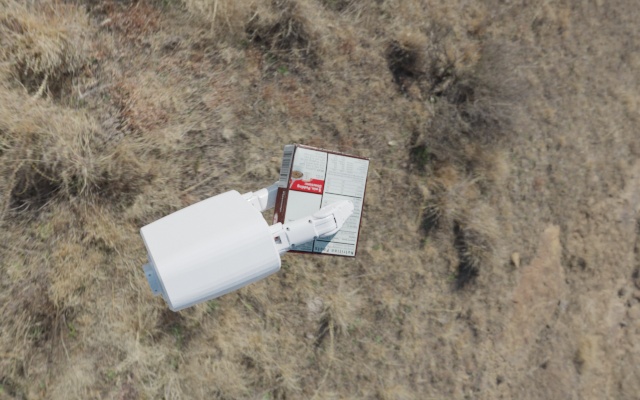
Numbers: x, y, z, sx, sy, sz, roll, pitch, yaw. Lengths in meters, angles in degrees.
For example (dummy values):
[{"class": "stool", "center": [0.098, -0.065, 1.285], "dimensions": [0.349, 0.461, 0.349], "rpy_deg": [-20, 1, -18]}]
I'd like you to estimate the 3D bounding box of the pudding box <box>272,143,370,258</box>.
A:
[{"class": "pudding box", "center": [0.000, 0.002, 0.512], "dimensions": [0.090, 0.113, 0.039], "rpy_deg": [8, 2, -22]}]
